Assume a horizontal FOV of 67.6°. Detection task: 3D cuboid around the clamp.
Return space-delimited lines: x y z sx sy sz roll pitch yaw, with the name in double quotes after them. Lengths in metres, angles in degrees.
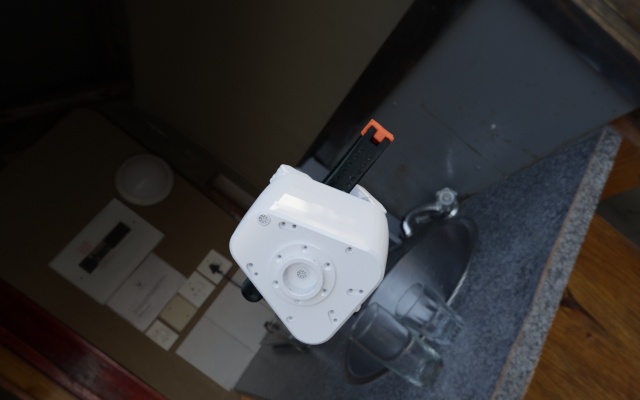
0.000 0.001 0.515 0.036 0.210 0.164 38 16 -4 "clamp"
